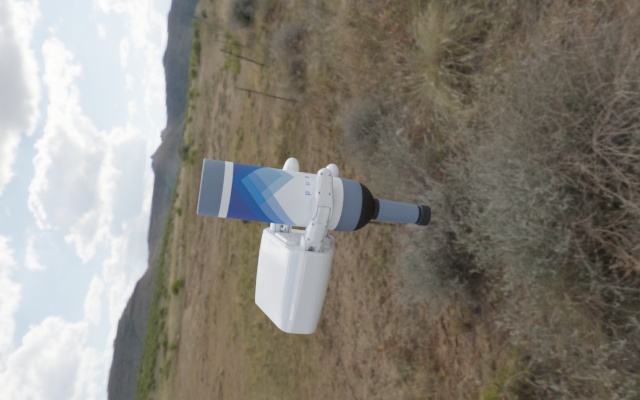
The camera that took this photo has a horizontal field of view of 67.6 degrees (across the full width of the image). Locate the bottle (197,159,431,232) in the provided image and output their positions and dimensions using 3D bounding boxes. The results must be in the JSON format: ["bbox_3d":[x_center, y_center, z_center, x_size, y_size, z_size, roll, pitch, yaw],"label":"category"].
[{"bbox_3d":[0.000,0.002,0.598,0.296,0.069,0.069,8,-2,-15],"label":"bottle"}]
